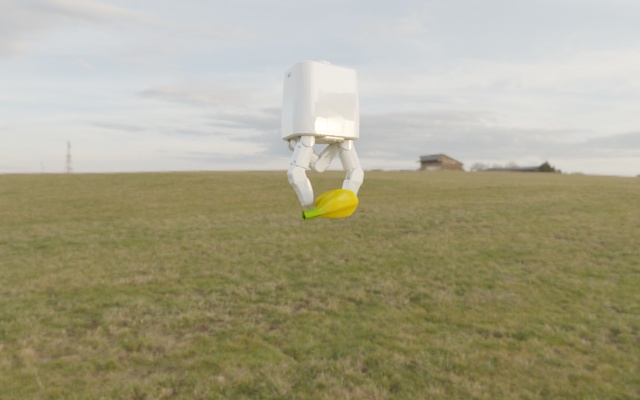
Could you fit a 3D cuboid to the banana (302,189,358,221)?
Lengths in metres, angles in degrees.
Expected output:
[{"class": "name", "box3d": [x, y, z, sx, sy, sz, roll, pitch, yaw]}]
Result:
[{"class": "banana", "box3d": [0.018, 0.002, 0.672, 0.069, 0.037, 0.198, 0, 2, 5]}]
